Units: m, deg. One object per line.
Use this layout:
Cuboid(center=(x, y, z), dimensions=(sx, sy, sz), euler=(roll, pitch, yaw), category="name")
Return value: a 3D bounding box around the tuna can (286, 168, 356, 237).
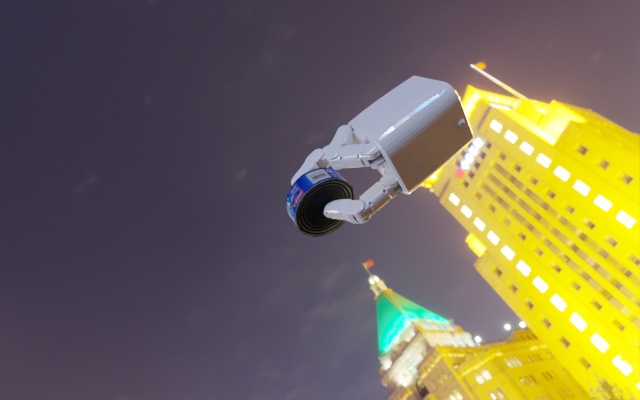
Cuboid(center=(0.000, 0.002, 0.608), dimensions=(0.086, 0.086, 0.033), euler=(0, 31, -33), category="tuna can")
